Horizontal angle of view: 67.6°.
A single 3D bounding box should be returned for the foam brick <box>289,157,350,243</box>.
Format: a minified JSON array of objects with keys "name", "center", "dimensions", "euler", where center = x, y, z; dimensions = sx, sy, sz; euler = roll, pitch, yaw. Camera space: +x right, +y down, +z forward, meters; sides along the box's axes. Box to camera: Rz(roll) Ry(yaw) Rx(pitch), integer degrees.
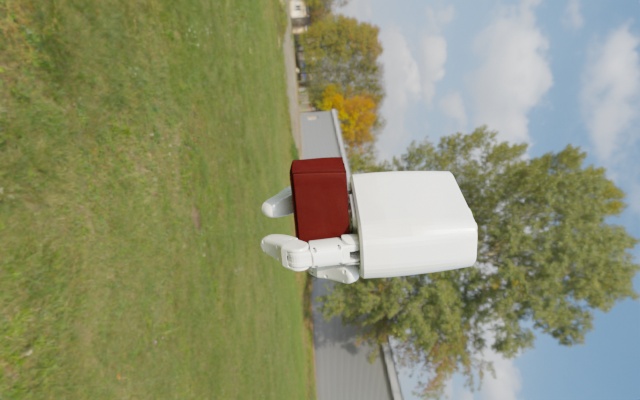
[{"name":"foam brick","center":[0.000,0.001,0.459],"dimensions":[0.051,0.078,0.053],"euler":[-4,20,1]}]
